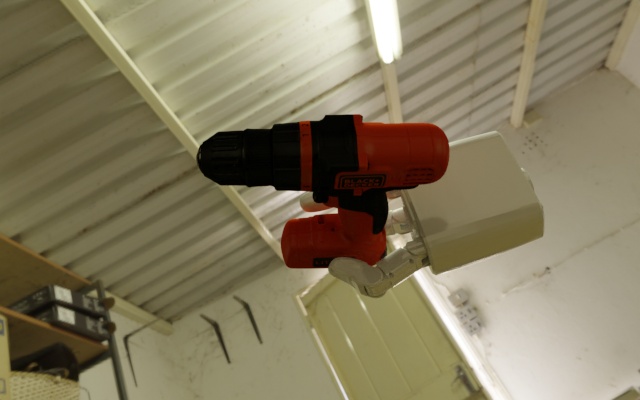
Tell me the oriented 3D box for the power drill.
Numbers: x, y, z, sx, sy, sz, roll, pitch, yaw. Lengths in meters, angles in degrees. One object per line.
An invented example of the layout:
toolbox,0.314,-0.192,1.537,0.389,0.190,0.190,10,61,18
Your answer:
power drill,0.000,0.002,0.411,0.184,0.057,0.188,0,-28,-3
